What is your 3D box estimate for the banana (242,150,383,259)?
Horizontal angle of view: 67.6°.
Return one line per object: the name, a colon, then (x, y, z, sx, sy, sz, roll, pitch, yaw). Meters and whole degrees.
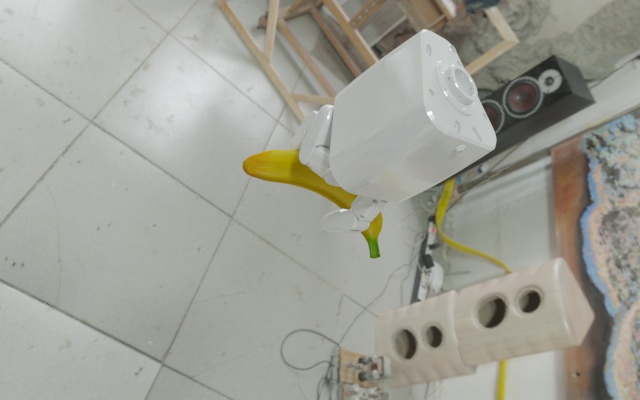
banana: (0.006, -0.011, 0.529, 0.198, 0.069, 0.037, 34, -42, -24)
